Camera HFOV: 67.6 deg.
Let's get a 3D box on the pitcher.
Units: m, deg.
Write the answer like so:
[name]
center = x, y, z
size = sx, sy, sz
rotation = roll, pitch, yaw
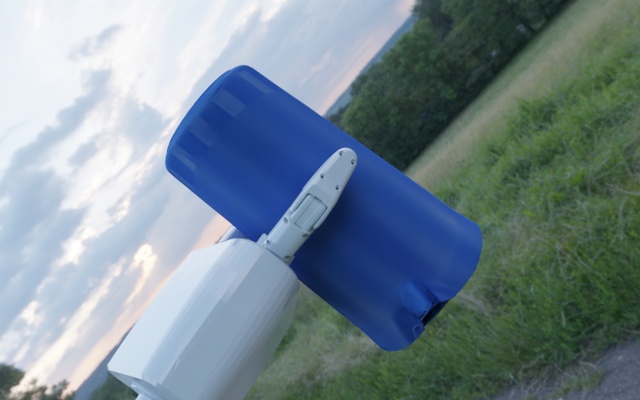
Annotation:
[pitcher]
center = 0.000, 0.001, 0.408
size = 0.243, 0.145, 0.149
rotation = 38, -34, -6
